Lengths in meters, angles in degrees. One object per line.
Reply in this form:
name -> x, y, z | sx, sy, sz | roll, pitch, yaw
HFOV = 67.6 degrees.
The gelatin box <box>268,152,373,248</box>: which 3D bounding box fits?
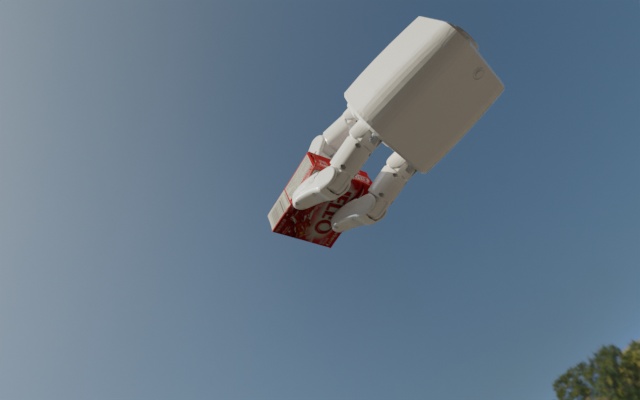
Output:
gelatin box -> 0.000, 0.002, 0.484 | 0.073, 0.089, 0.030 | 18, 30, -30
